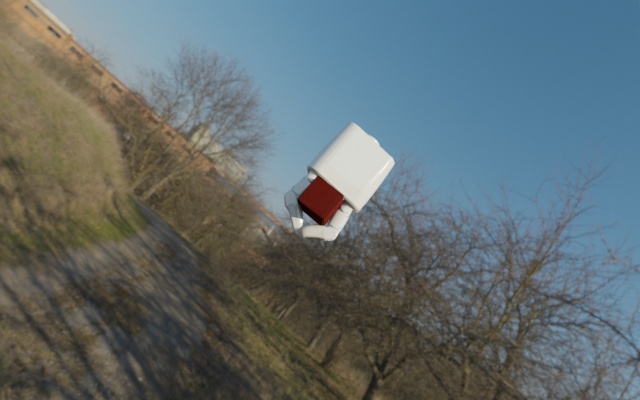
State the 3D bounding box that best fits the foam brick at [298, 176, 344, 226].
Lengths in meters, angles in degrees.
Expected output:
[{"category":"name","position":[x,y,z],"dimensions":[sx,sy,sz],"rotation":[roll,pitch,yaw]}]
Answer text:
[{"category":"foam brick","position":[0.000,0.003,0.759],"dimensions":[0.053,0.051,0.078],"rotation":[39,-9,7]}]
